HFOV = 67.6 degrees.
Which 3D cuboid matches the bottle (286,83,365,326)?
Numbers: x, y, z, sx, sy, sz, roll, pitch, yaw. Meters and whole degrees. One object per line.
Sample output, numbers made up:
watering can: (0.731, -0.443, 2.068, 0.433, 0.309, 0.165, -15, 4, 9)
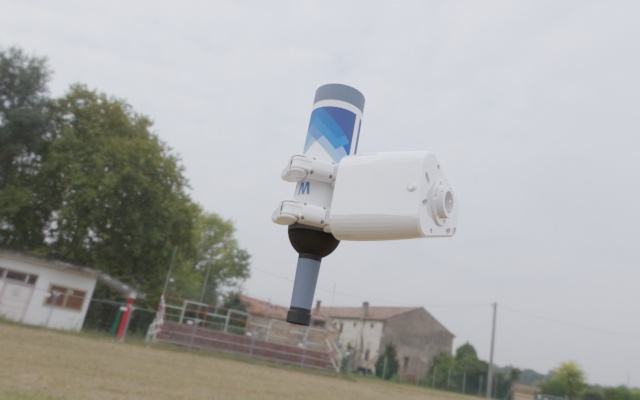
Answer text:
bottle: (0.000, 0.002, 0.584, 0.069, 0.295, 0.069, 10, -17, 3)
